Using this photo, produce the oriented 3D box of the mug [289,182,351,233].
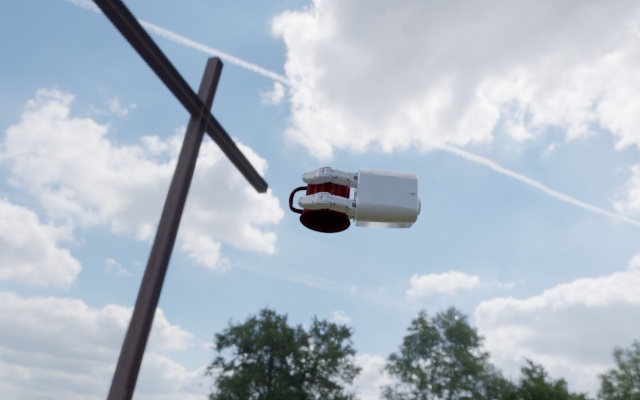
[{"bbox_3d":[-0.001,0.003,0.876,0.117,0.081,0.093,6,-29,2],"label":"mug"}]
